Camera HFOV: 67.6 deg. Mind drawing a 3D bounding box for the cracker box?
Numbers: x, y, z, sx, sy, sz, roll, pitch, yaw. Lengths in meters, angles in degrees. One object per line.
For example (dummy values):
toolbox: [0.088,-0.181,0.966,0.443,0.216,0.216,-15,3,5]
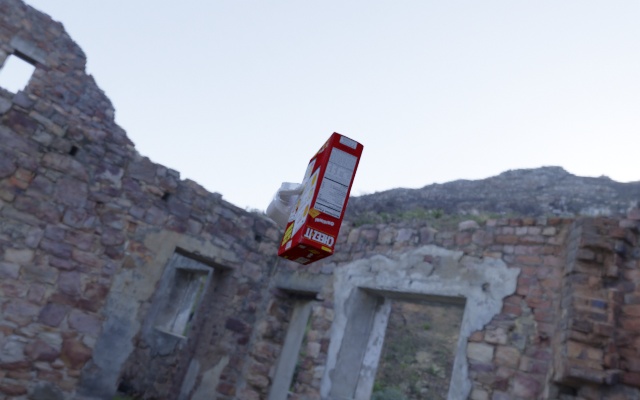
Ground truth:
cracker box: [0.000,0.003,0.883,0.072,0.213,0.164,21,-19,-12]
